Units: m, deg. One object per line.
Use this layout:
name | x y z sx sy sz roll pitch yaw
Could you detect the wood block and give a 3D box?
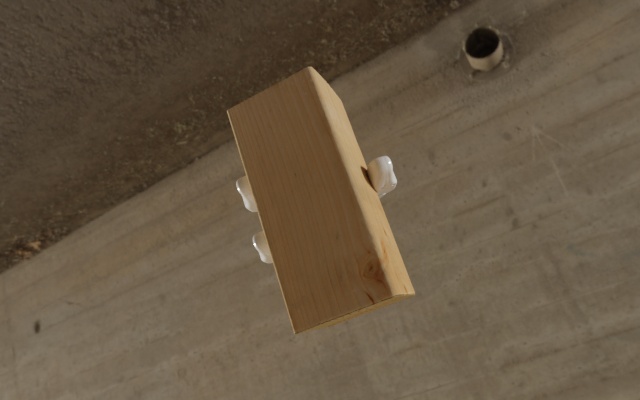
wood block | 0.001 0.001 0.429 0.091 0.206 0.090 -24 -17 15
